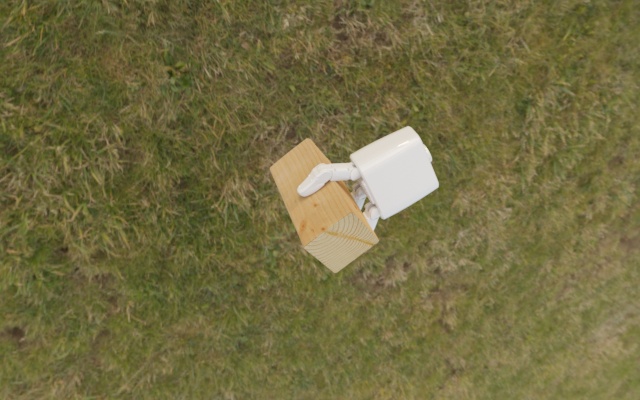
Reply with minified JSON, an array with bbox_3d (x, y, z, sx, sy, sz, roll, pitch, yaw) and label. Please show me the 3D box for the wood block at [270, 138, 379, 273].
[{"bbox_3d":[0.000,0.002,0.780,0.090,0.206,0.091,-37,-48,8],"label":"wood block"}]
